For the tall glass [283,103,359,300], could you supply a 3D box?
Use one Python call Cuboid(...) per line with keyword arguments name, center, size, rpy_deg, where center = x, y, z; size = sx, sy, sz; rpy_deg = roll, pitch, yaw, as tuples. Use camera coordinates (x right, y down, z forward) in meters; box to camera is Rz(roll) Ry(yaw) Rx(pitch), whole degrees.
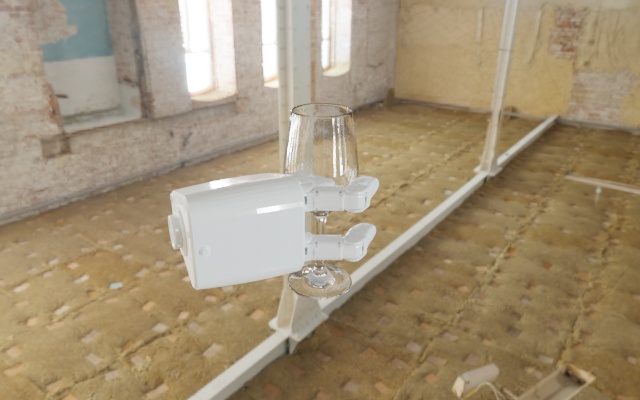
Cuboid(name="tall glass", center=(0.000, 0.002, 0.511), size=(0.079, 0.201, 0.079), rpy_deg=(1, 23, 0))
